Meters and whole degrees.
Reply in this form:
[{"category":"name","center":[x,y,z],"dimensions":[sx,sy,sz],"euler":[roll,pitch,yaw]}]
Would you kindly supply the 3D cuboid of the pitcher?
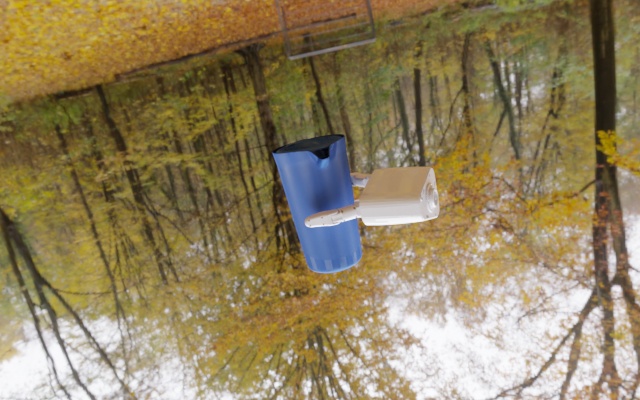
[{"category":"pitcher","center":[0.000,0.003,0.893],"dimensions":[0.145,0.243,0.149],"euler":[-4,17,28]}]
